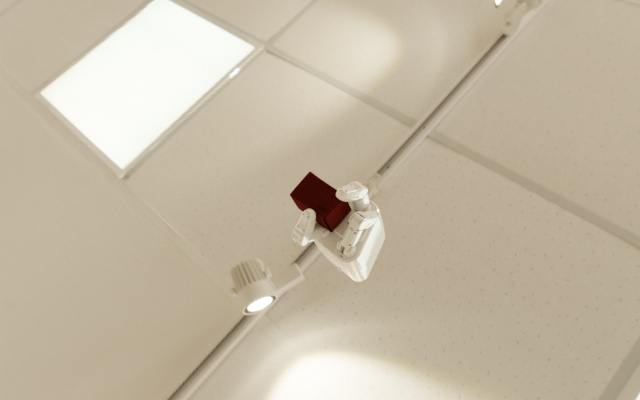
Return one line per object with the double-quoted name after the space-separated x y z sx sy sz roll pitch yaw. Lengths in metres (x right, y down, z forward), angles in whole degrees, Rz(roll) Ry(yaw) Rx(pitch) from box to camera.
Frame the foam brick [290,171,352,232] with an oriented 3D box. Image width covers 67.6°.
0.000 0.002 0.758 0.078 0.053 0.051 36 -12 29 "foam brick"
